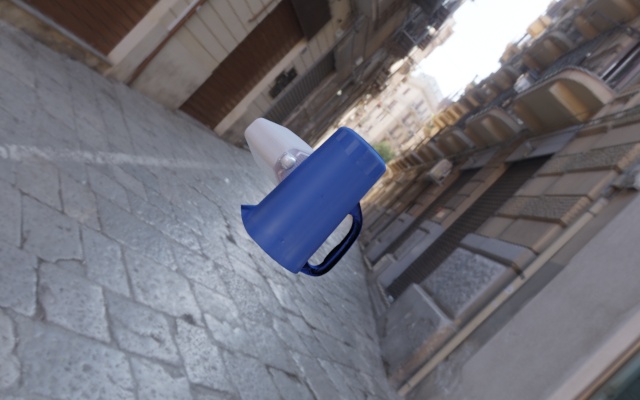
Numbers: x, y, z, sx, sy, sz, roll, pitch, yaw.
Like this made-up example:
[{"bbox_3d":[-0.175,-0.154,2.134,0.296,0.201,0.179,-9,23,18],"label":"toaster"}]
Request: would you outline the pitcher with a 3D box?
[{"bbox_3d":[0.000,0.003,0.806,0.145,0.243,0.149,45,2,33],"label":"pitcher"}]
